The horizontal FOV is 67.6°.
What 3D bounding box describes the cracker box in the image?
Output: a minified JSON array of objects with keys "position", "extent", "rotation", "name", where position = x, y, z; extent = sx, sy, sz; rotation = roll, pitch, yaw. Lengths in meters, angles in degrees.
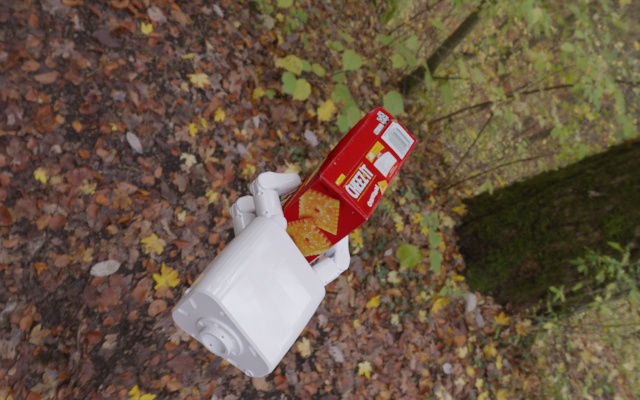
[{"position":[0.000,0.002,0.572],"extent":[0.214,0.072,0.164],"rotation":[-41,8,45],"name":"cracker box"}]
